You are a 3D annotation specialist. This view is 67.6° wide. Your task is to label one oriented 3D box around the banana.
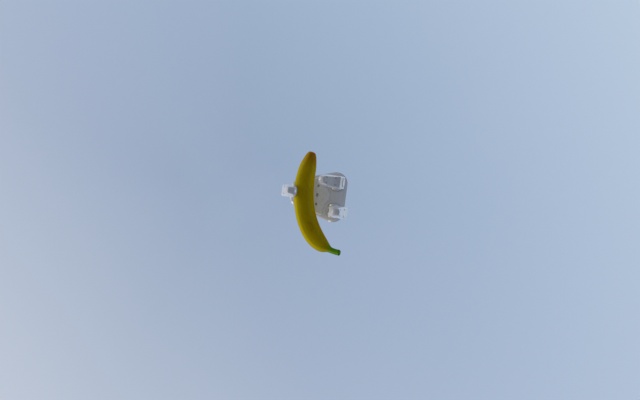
[{"bbox_3d":[-0.016,0.011,0.878,0.069,0.198,0.037,-17,-6,16],"label":"banana"}]
